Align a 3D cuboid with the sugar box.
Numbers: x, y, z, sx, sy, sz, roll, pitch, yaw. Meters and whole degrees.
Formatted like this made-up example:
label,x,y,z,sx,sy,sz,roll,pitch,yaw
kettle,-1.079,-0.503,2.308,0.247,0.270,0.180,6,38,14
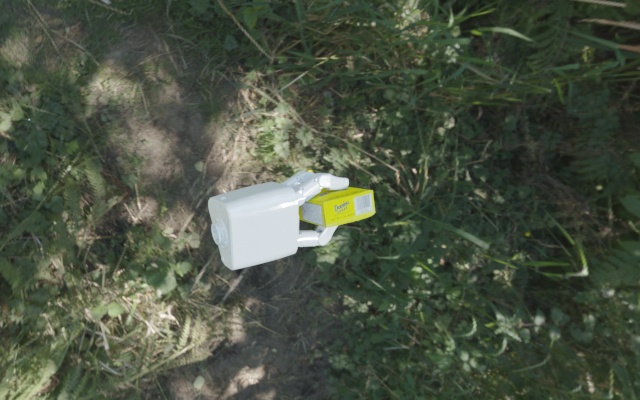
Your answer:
label,x,y,z,sx,sy,sz,roll,pitch,yaw
sugar box,0.000,0.002,0.781,0.093,0.048,0.176,-13,15,-29
